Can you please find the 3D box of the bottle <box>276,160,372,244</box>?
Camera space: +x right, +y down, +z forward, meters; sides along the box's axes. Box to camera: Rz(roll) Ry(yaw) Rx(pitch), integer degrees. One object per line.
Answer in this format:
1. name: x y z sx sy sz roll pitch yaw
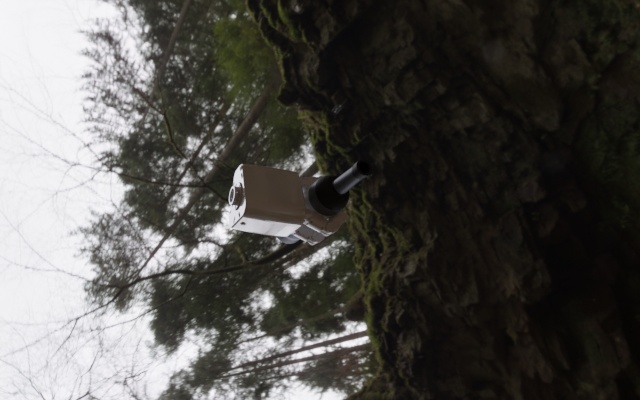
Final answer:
1. bottle: 0.000 0.003 0.851 0.069 0.069 0.296 0 -21 -29
